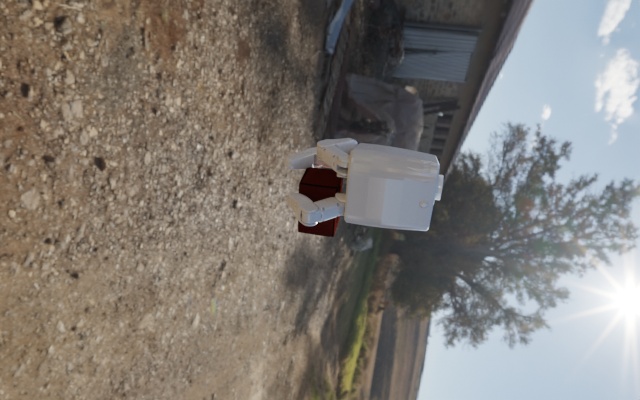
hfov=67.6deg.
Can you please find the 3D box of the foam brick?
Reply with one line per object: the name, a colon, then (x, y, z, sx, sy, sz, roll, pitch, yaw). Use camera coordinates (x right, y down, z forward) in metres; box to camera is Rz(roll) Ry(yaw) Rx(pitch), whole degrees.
foam brick: (0.000, 0.002, 0.645, 0.051, 0.078, 0.053, 8, 31, 8)
